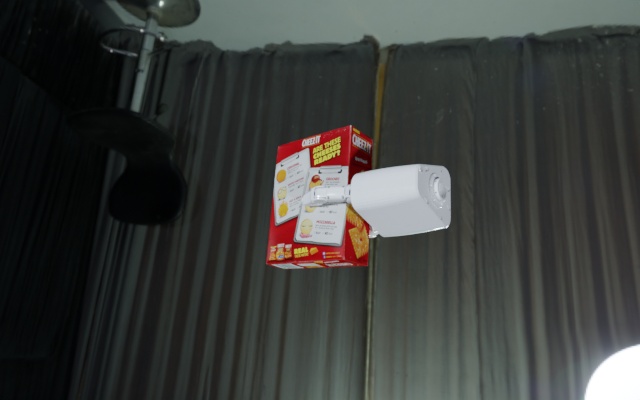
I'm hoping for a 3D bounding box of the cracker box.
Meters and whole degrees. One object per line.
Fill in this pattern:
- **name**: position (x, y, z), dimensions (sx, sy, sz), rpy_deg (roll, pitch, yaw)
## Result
- **cracker box**: position (0.000, 0.003, 0.785), dimensions (0.164, 0.213, 0.072), rpy_deg (-10, -22, 39)
